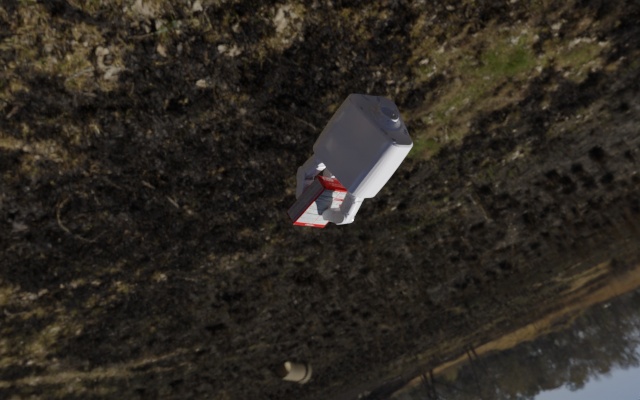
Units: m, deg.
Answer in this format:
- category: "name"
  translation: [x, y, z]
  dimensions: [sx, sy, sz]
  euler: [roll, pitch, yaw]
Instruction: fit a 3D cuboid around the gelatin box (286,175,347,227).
- category: "gelatin box"
  translation: [0.000, 0.003, 0.765]
  dimensions: [0.073, 0.030, 0.089]
  euler: [8, -49, -48]
